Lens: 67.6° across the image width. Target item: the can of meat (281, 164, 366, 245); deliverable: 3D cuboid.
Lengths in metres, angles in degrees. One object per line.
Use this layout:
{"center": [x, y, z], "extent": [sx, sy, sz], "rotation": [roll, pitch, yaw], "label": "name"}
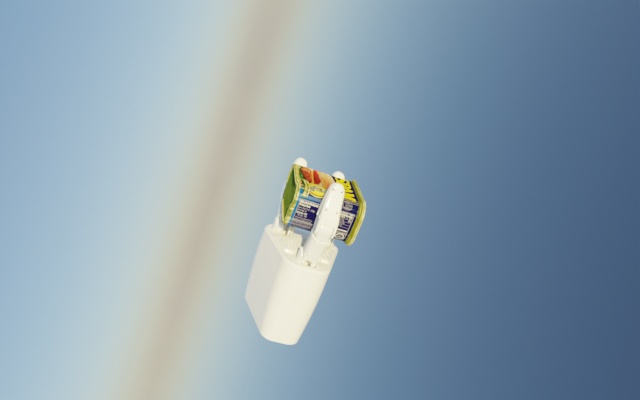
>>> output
{"center": [0.000, 0.002, 0.575], "extent": [0.084, 0.057, 0.102], "rotation": [17, 21, -12], "label": "can of meat"}
